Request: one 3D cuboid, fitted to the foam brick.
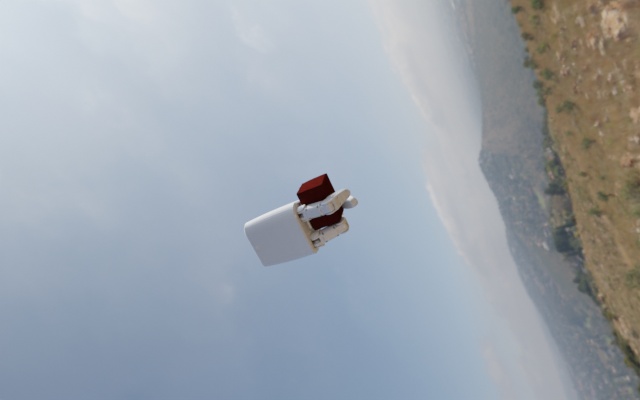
[{"bbox_3d":[0.000,0.002,0.837,0.051,0.078,0.053,-19,19,19],"label":"foam brick"}]
